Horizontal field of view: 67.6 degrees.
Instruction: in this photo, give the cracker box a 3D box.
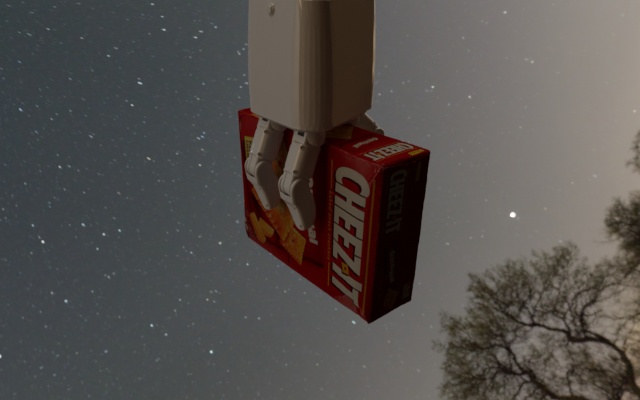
[{"bbox_3d":[0.000,0.002,0.499,0.072,0.164,0.213,-20,33,-36],"label":"cracker box"}]
